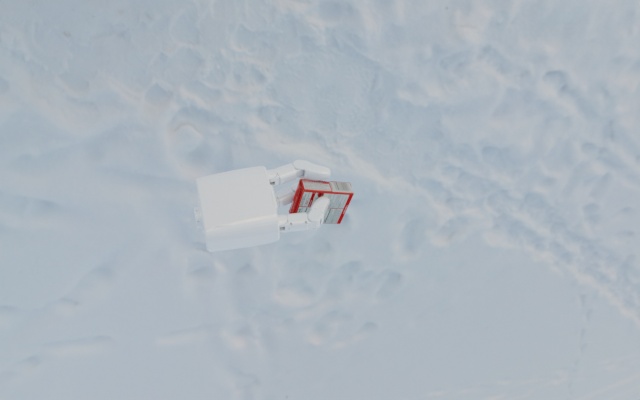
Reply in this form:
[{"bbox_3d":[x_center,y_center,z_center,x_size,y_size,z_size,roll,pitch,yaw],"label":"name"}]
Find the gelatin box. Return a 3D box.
[{"bbox_3d":[0.001,0.003,0.773,0.089,0.073,0.030,3,44,-20],"label":"gelatin box"}]
